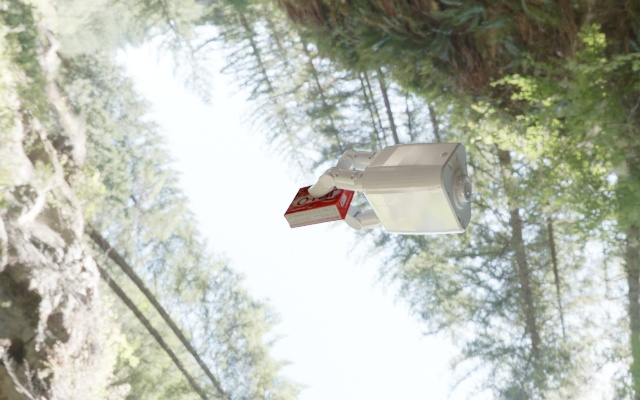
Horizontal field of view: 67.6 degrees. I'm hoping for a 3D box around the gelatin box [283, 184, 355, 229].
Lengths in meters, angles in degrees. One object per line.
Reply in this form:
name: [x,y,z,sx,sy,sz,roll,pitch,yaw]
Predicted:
gelatin box: [0.000,0.003,0.684,0.089,0.030,0.073,-12,29,27]
